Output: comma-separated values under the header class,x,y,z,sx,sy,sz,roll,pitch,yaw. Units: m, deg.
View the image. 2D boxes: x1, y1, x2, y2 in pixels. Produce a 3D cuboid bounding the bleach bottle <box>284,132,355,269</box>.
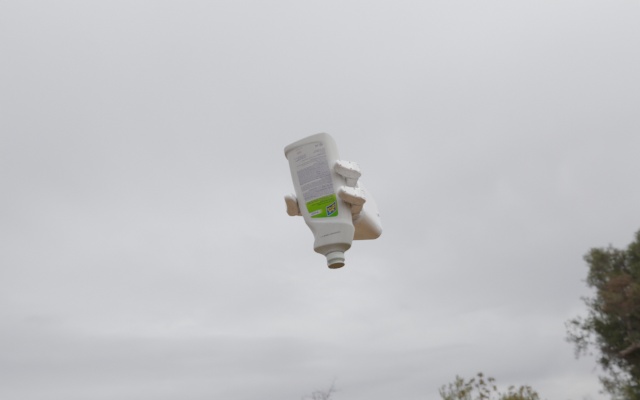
class,x,y,z,sx,sy,sz,roll,pitch,yaw
bleach bottle,0.000,0.003,0.849,0.102,0.250,0.068,-20,-31,18
